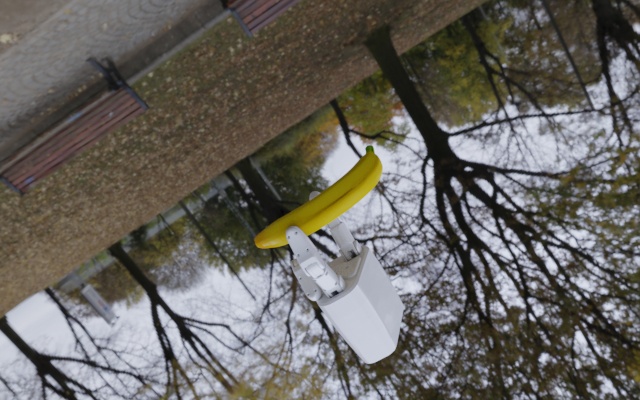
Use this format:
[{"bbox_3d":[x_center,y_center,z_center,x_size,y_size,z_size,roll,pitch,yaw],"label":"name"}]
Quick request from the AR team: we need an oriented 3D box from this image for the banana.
[{"bbox_3d":[0.009,0.001,0.577,0.198,0.037,0.069,-38,15,-13],"label":"banana"}]
